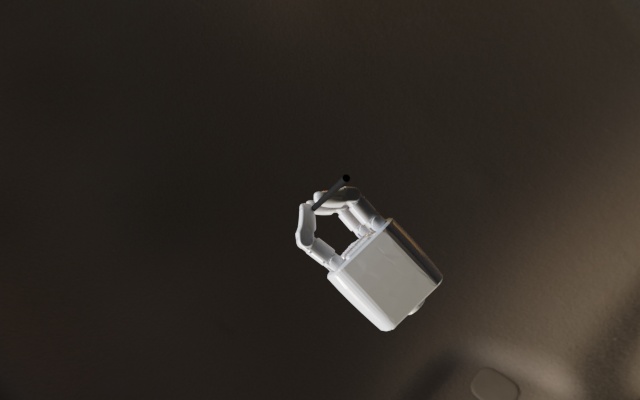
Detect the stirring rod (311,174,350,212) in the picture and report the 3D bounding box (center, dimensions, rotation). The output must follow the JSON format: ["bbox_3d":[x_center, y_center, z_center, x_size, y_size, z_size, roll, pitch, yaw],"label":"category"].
[{"bbox_3d":[0.000,0.002,0.598,0.011,0.011,0.239,0,-12,-13],"label":"stirring rod"}]
